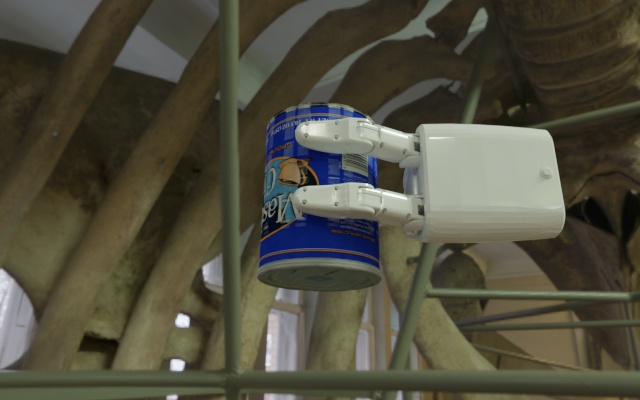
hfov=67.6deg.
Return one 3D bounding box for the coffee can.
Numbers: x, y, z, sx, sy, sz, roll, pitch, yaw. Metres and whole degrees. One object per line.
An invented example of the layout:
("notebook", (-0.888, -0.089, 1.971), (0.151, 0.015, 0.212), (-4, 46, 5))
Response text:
("coffee can", (0.000, 0.002, 0.419), (0.103, 0.140, 0.103), (1, -21, 0))
